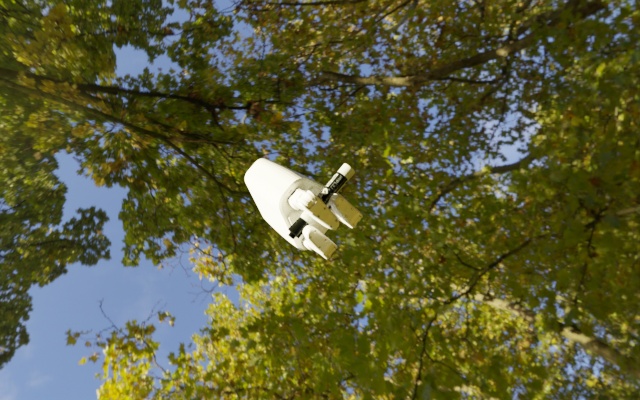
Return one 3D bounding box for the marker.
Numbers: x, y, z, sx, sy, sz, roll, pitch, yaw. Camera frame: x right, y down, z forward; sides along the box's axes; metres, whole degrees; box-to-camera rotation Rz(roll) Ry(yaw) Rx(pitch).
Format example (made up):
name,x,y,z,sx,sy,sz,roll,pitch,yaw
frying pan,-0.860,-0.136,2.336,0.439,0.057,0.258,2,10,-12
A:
name,x,y,z,sx,sy,sz,roll,pitch,yaw
marker,0.000,0.002,0.623,0.020,0.121,0.020,40,-8,7
